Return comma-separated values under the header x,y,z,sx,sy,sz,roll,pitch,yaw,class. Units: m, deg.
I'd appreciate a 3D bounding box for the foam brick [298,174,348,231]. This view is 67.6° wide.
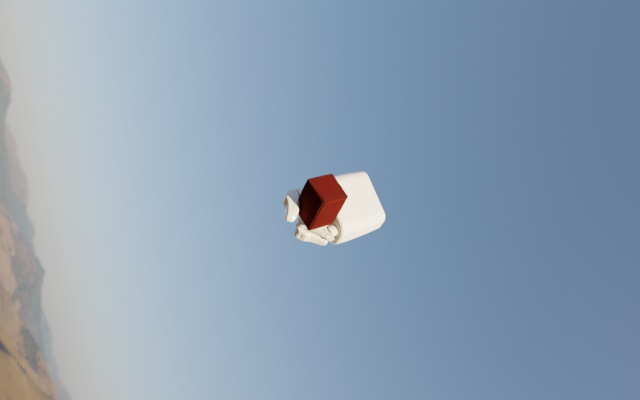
x,y,z,sx,sy,sz,roll,pitch,yaw,class
0.000,0.002,0.786,0.051,0.053,0.078,-14,-31,-33,foam brick
